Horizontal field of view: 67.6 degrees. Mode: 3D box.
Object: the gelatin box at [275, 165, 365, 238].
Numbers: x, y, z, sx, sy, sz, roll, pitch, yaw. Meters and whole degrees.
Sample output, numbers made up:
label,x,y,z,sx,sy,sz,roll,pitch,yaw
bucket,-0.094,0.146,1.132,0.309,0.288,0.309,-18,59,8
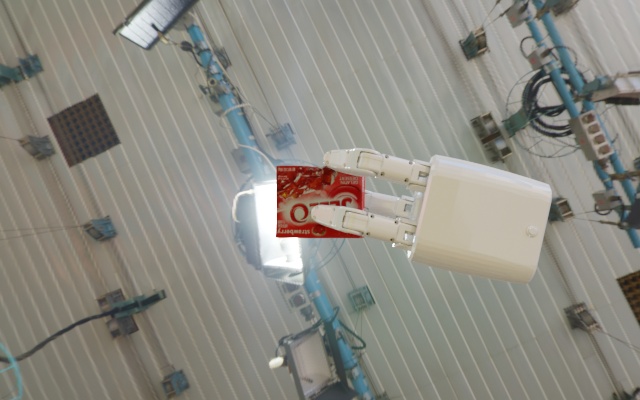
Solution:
label,x,y,z,sx,sy,sz,roll,pitch,yaw
gelatin box,0.000,0.002,0.481,0.089,0.073,0.030,0,-2,10
